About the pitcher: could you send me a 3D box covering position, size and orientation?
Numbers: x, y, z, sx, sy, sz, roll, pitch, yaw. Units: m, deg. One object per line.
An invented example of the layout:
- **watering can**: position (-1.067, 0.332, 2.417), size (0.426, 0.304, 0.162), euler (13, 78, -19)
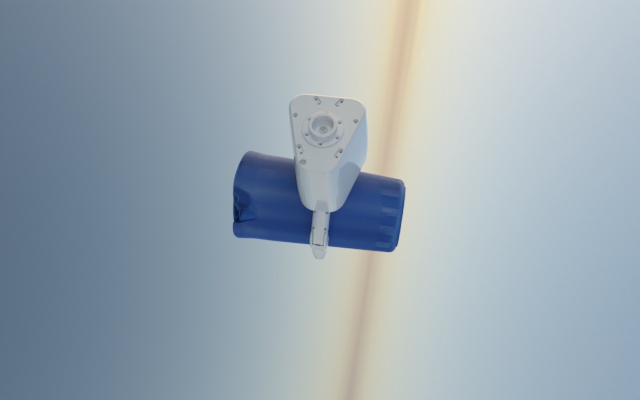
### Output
- **pitcher**: position (0.000, 0.002, 0.716), size (0.243, 0.149, 0.145), euler (8, -24, 8)
